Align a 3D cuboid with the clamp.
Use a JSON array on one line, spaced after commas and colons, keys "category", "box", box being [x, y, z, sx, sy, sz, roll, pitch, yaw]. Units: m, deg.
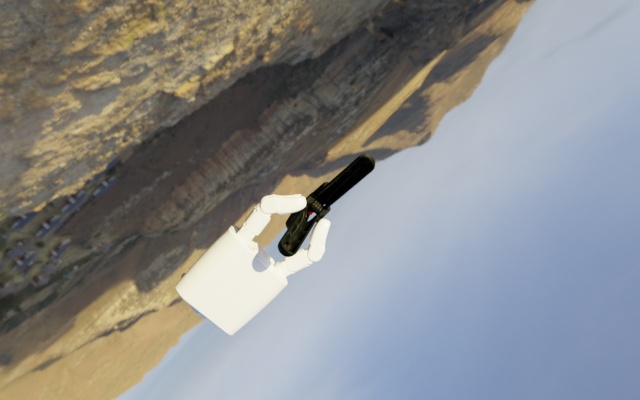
[{"category": "clamp", "box": [0.000, 0.003, 0.672, 0.036, 0.164, 0.210, 45, -3, -6]}]
